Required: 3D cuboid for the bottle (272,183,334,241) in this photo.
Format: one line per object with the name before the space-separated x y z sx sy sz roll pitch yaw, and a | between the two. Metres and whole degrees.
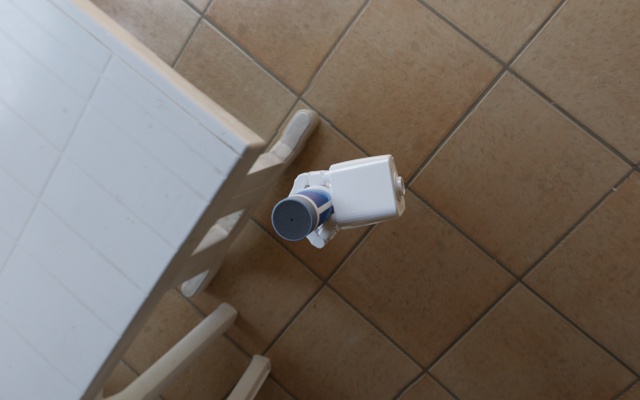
bottle | 0.000 0.003 0.858 0.069 0.069 0.295 0 10 18
